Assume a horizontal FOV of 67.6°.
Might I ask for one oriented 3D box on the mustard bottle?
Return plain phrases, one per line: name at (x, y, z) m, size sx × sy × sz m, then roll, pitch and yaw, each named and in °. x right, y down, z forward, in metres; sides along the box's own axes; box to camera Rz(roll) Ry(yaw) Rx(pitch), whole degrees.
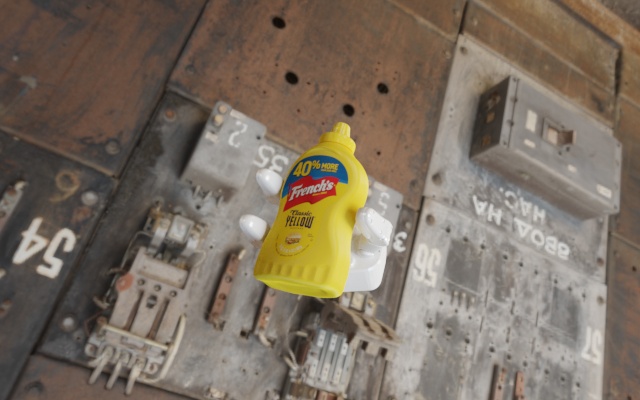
mustard bottle at (0.000, 0.002, 0.504) m, size 0.096 × 0.191 × 0.058 m, roll 1°, pitch -27°, yaw 35°
